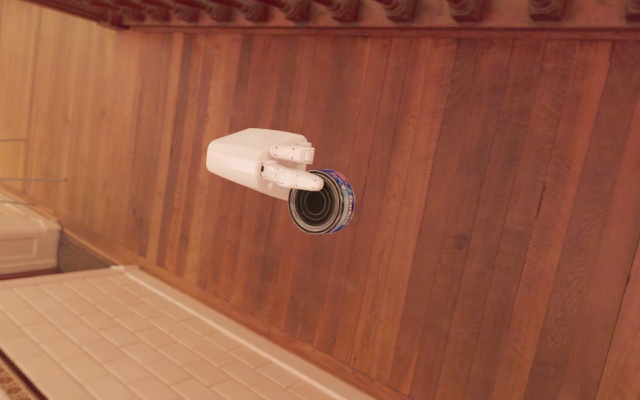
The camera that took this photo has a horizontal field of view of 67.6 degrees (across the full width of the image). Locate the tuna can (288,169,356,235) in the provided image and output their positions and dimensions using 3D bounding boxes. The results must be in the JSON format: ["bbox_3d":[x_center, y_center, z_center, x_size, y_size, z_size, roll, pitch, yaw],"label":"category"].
[{"bbox_3d":[0.000,0.002,0.618,0.086,0.086,0.034,0,1,32],"label":"tuna can"}]
